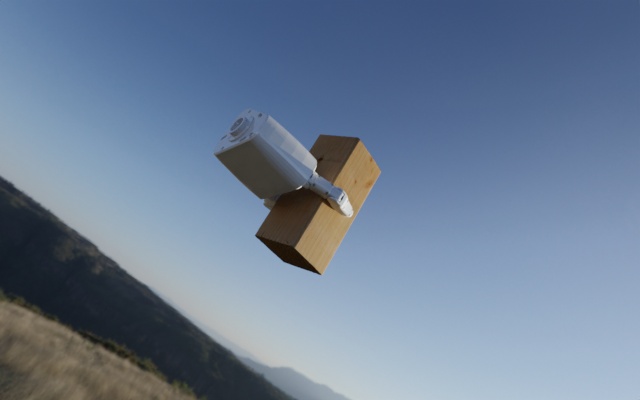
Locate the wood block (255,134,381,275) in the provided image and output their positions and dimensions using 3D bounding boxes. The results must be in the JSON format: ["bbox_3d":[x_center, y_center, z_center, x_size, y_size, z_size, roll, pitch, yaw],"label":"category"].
[{"bbox_3d":[0.000,0.002,0.768,0.091,0.206,0.090,12,-28,42],"label":"wood block"}]
